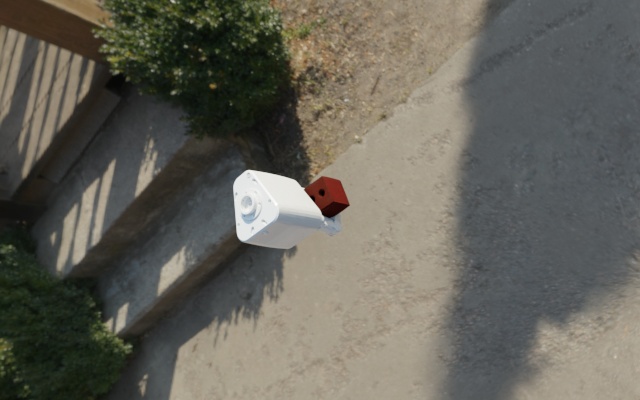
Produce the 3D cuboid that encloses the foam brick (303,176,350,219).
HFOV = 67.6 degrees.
[{"bbox_3d":[0.000,0.002,0.813,0.078,0.053,0.051,-36,-28,26],"label":"foam brick"}]
